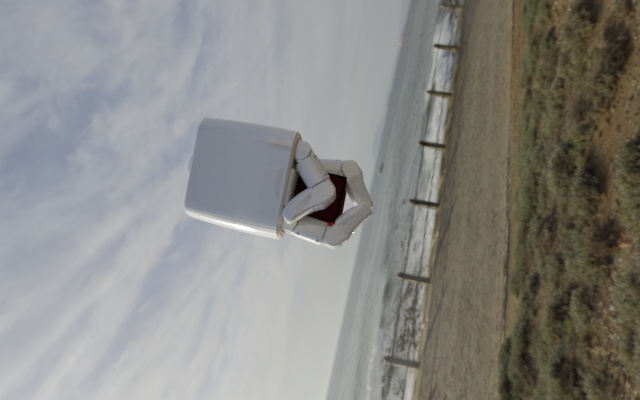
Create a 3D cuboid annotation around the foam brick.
[{"bbox_3d":[0.000,0.002,0.543,0.051,0.053,0.078,12,-13,6],"label":"foam brick"}]
